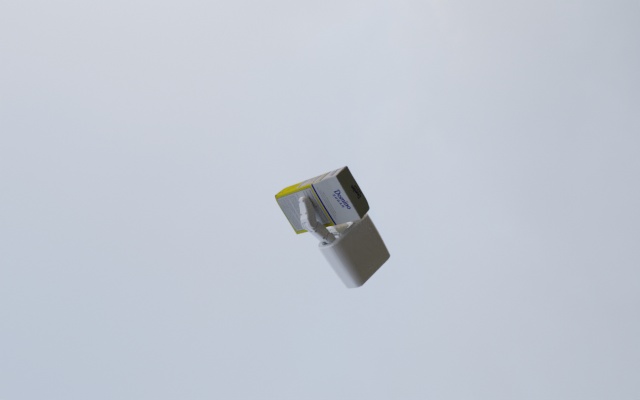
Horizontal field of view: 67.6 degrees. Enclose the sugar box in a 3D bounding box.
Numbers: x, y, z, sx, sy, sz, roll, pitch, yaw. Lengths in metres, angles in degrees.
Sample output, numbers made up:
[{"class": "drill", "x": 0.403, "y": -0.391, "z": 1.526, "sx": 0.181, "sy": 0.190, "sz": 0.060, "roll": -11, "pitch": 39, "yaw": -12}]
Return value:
[{"class": "sugar box", "x": 0.000, "y": 0.003, "z": 0.889, "sx": 0.176, "sy": 0.093, "sz": 0.048, "roll": -17, "pitch": 20, "yaw": 43}]
